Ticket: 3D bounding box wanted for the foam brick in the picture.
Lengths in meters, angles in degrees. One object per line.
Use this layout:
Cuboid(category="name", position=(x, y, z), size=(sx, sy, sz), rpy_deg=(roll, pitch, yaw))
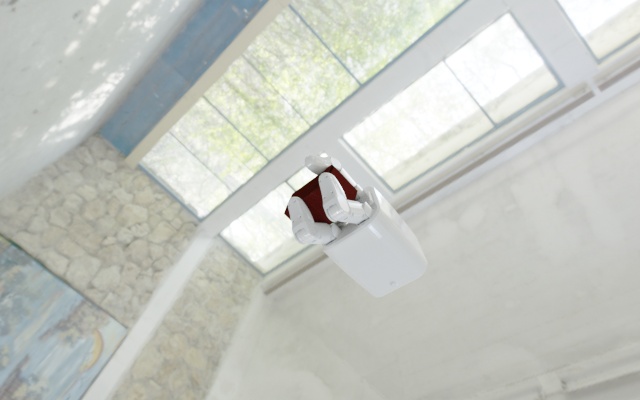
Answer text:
Cuboid(category="foam brick", position=(0.000, 0.002, 0.625), size=(0.078, 0.051, 0.053), rpy_deg=(-35, 19, 30))
